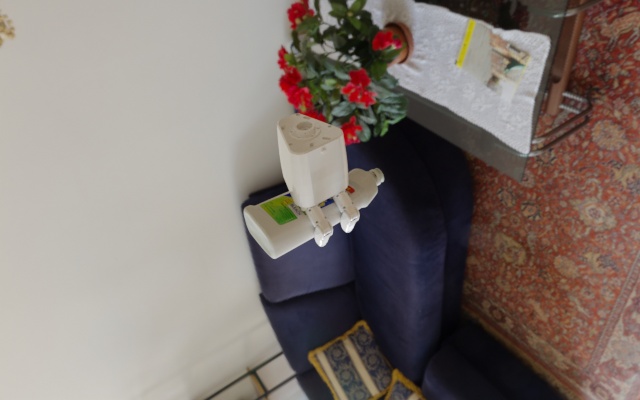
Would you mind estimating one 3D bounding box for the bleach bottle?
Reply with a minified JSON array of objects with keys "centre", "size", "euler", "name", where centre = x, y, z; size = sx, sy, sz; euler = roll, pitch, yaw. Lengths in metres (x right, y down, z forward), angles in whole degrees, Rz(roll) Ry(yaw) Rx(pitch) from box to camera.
[{"centre":[0.000,0.003,0.833],"size":[0.251,0.068,0.102],"euler":[-28,47,-22],"name":"bleach bottle"}]
